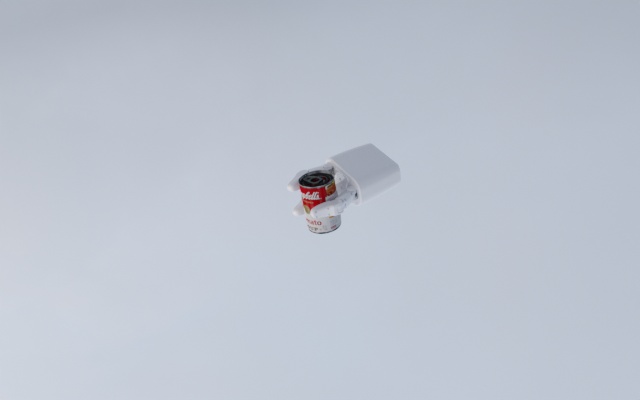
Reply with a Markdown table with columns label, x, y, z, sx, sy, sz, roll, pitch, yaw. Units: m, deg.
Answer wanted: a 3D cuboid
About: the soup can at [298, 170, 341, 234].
| label | x | y | z | sx | sy | sz | roll | pitch | yaw |
| --- | --- | --- | --- | --- | --- | --- | --- | --- | --- |
| soup can | 0.000 | 0.003 | 0.896 | 0.068 | 0.102 | 0.068 | -8 | 29 | 4 |
